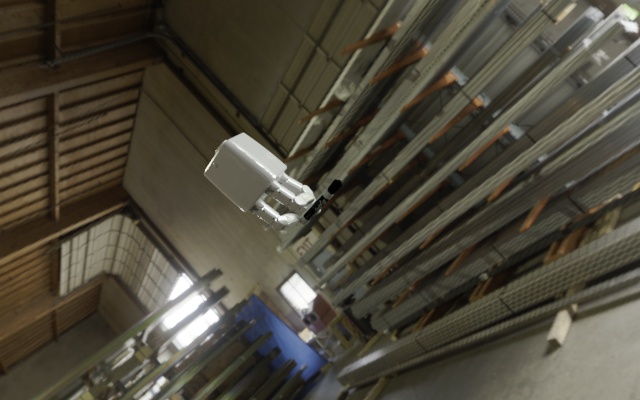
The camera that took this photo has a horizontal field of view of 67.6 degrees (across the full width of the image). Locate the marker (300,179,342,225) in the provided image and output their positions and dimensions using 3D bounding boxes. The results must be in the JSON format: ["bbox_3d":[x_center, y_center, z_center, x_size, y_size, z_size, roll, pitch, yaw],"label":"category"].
[{"bbox_3d":[0.000,0.003,0.868,0.020,0.020,0.121,0,-37,-44],"label":"marker"}]
